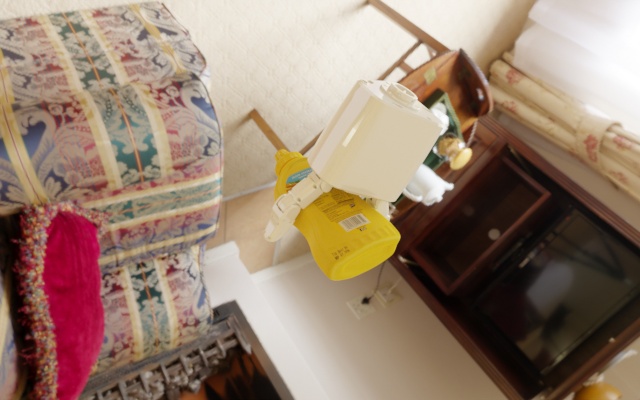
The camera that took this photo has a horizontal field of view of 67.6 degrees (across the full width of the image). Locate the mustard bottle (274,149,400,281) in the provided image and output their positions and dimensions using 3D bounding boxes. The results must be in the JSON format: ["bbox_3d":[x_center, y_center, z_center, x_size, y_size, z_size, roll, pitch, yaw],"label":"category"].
[{"bbox_3d":[0.000,0.002,0.567,0.096,0.058,0.191,-21,54,-28],"label":"mustard bottle"}]
